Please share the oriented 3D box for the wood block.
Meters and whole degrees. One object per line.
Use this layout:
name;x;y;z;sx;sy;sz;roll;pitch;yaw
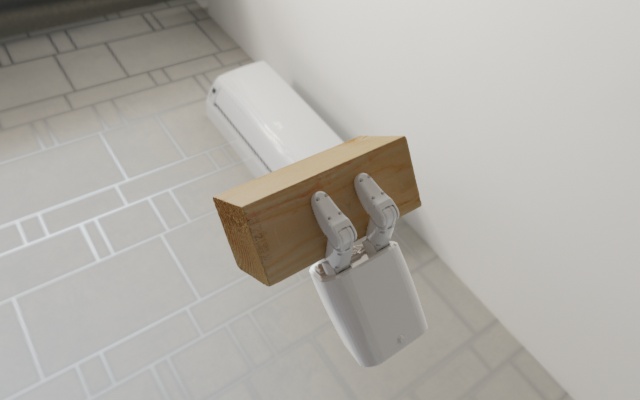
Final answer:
wood block;0.000;0.002;0.535;0.206;0.090;0.091;-25;18;-26
